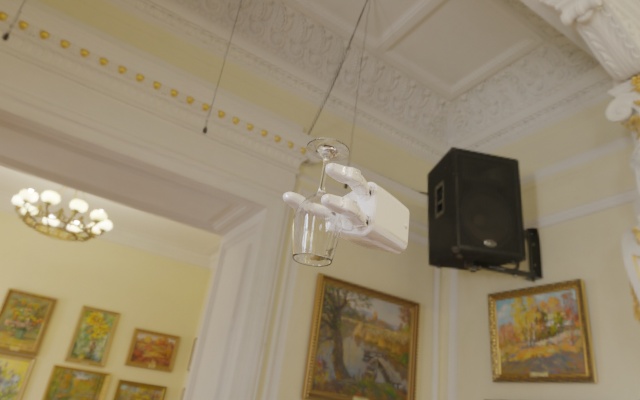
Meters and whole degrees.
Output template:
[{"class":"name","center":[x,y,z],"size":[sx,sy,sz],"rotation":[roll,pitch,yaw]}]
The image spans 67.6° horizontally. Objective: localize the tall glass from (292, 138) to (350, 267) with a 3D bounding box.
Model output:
[{"class":"tall glass","center":[0.000,0.002,0.774],"size":[0.079,0.201,0.079],"rotation":[7,-25,3]}]
